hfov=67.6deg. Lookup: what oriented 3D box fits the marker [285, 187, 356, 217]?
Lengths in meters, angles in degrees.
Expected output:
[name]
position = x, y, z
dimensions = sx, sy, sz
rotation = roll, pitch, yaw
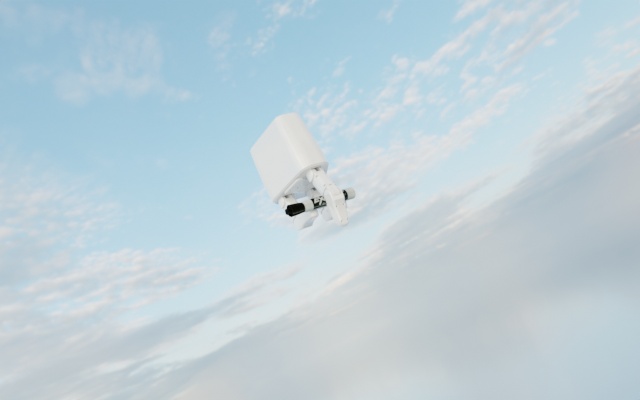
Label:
[marker]
position = 0.000, 0.002, 0.716
dimensions = 0.121, 0.020, 0.020
rotation = -16, 9, -31
